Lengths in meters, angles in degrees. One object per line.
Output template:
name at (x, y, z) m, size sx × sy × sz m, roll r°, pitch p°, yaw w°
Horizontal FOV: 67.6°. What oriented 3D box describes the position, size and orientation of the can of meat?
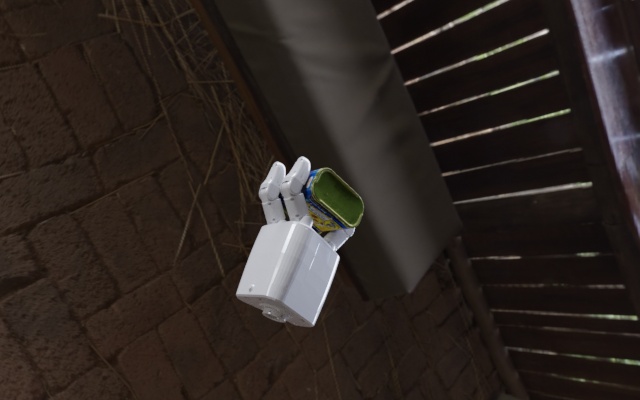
can of meat at (0.000, 0.002, 0.681) m, size 0.102 × 0.057 × 0.084 m, roll 40°, pitch -31°, yaw -29°
